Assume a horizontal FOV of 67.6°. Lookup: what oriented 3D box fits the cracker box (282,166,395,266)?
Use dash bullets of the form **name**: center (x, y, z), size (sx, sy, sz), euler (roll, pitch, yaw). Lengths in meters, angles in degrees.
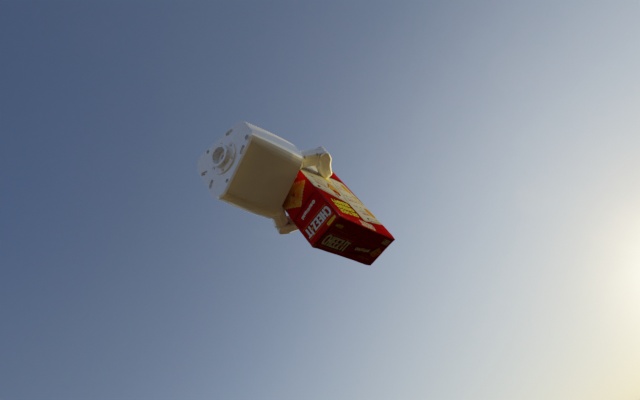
- **cracker box**: center (0.000, 0.002, 0.785), size (0.164, 0.072, 0.213), euler (23, 21, -49)
